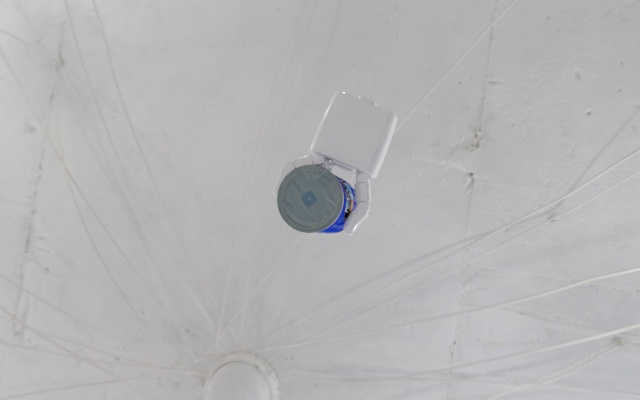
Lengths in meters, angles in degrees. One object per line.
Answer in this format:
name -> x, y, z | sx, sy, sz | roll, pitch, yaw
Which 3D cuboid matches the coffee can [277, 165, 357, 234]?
coffee can -> 0.000, 0.003, 0.778 | 0.103, 0.103, 0.140 | 0, -4, 14
